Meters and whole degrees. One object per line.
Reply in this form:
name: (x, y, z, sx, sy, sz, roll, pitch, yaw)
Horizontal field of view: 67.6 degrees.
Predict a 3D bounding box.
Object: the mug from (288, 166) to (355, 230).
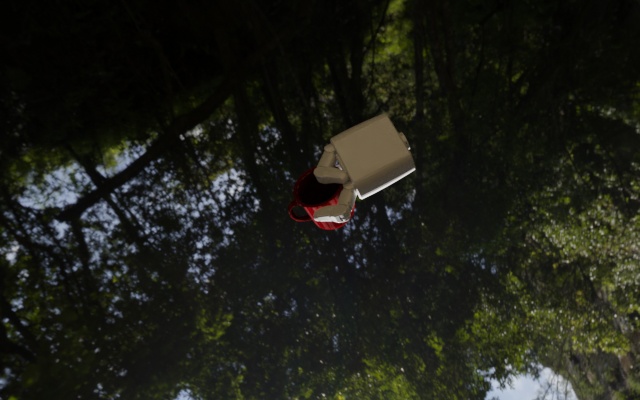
mug: (-0.001, 0.004, 0.836, 0.117, 0.093, 0.081, -27, -44, 5)
